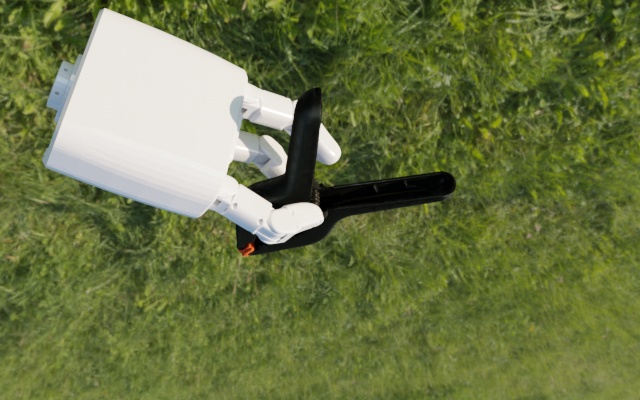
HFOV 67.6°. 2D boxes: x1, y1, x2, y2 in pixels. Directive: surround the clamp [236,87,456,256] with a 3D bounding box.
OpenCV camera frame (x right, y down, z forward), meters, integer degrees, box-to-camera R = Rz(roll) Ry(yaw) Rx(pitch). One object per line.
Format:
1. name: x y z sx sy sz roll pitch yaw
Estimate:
1. clamp: 0.000 0.002 0.419 0.164 0.036 0.210 21 -40 -29
